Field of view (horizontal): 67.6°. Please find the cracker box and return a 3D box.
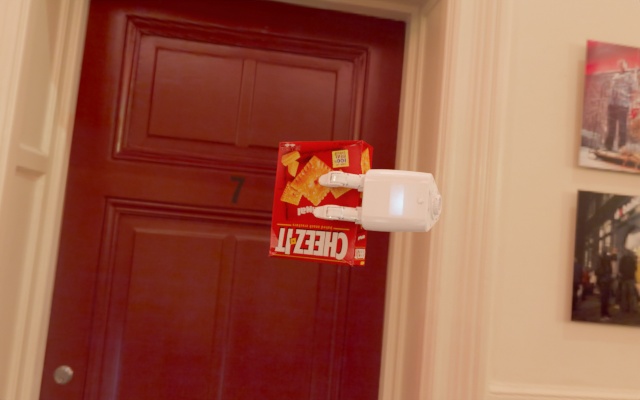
[{"bbox_3d":[0.000,0.003,0.849,0.164,0.213,0.072,3,-5,24],"label":"cracker box"}]
